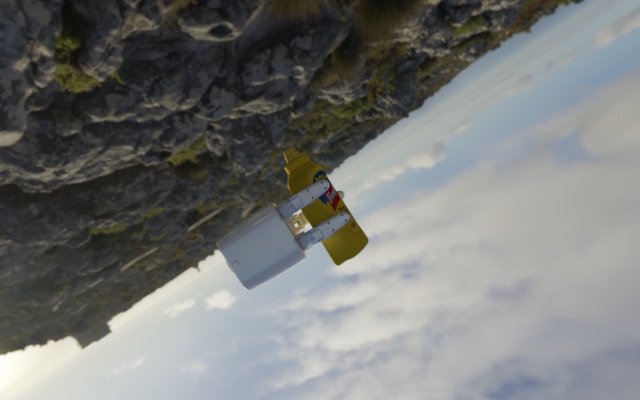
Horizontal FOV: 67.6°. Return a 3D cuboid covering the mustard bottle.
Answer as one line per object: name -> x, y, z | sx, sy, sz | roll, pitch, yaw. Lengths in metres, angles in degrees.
mustard bottle -> 0.001, 0.002, 0.743 | 0.058, 0.191, 0.096 | -32, 1, 24
